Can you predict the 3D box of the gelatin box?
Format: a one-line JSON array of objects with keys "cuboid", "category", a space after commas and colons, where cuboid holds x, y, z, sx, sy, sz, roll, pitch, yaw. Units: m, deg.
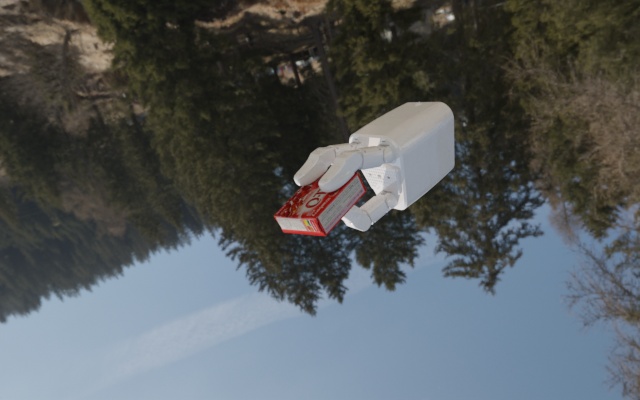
[{"cuboid": [0.000, 0.002, 0.562, 0.073, 0.030, 0.089, 2, 39, 46], "category": "gelatin box"}]
